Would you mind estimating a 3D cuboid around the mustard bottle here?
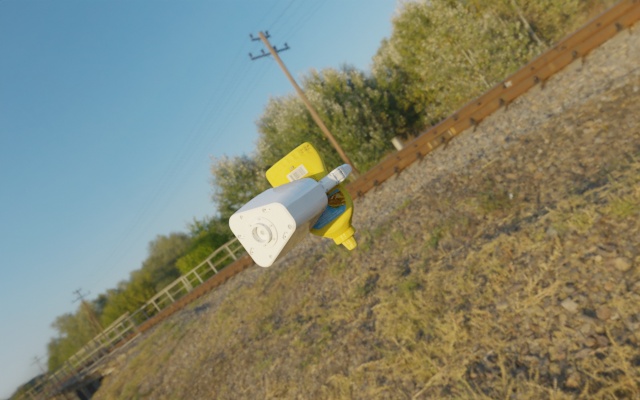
[{"bbox_3d":[0.000,0.002,0.809,0.096,0.191,0.058,-36,2,8],"label":"mustard bottle"}]
